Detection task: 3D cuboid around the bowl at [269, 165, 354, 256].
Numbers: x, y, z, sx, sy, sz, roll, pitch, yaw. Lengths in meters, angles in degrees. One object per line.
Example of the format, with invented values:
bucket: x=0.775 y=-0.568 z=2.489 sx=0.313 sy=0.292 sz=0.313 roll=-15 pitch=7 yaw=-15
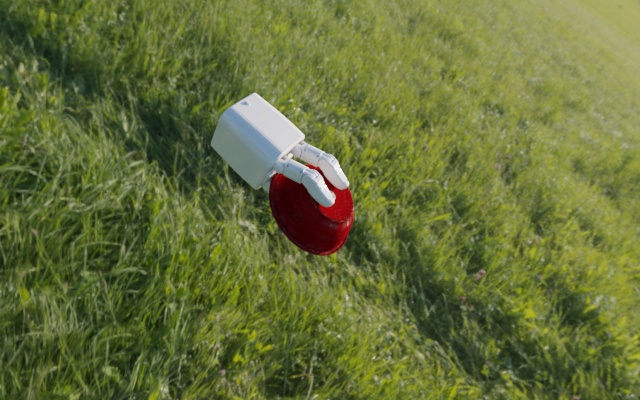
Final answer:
bowl: x=0.001 y=0.003 z=0.751 sx=0.162 sy=0.162 sz=0.055 roll=0 pitch=-25 yaw=-44
